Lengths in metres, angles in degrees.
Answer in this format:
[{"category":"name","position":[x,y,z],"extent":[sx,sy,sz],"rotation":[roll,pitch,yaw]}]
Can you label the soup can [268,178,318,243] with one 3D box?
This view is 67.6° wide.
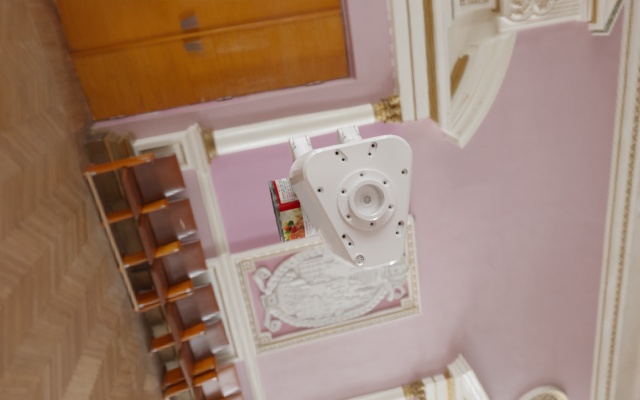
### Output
[{"category":"soup can","position":[0.000,0.002,0.519],"extent":[0.102,0.068,0.068],"rotation":[-12,1,-7]}]
